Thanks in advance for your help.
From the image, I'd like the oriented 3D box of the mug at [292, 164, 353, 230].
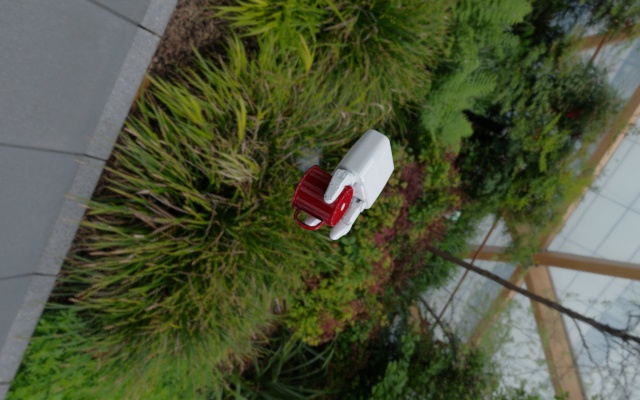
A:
[{"bbox_3d":[0.000,0.004,0.860,0.081,0.117,0.093,29,-25,16],"label":"mug"}]
